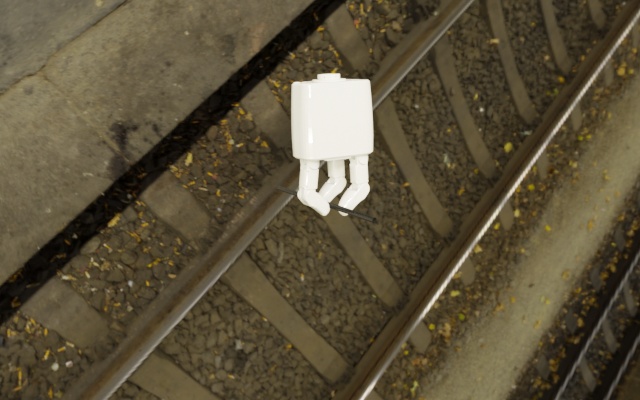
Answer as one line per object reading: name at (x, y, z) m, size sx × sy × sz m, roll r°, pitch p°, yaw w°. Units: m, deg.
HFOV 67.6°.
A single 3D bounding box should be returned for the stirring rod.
stirring rod at (0.000, 0.002, 0.741) m, size 0.011 × 0.011 × 0.239 m, roll 0°, pitch 12°, yaw -39°
